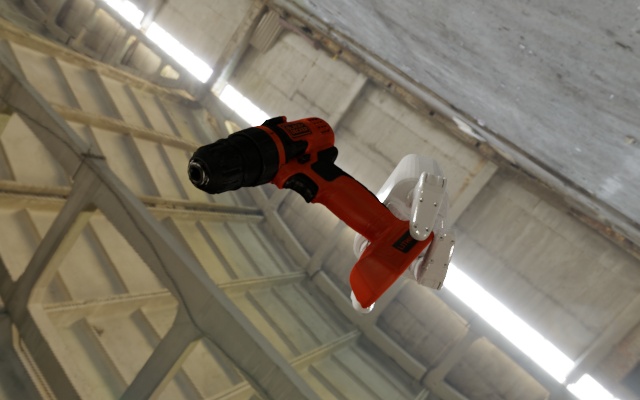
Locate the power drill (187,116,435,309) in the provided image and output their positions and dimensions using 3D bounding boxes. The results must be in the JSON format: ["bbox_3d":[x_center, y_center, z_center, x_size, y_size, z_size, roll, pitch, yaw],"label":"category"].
[{"bbox_3d":[0.000,0.002,0.421,0.184,0.187,0.057,-28,-20,-53],"label":"power drill"}]
